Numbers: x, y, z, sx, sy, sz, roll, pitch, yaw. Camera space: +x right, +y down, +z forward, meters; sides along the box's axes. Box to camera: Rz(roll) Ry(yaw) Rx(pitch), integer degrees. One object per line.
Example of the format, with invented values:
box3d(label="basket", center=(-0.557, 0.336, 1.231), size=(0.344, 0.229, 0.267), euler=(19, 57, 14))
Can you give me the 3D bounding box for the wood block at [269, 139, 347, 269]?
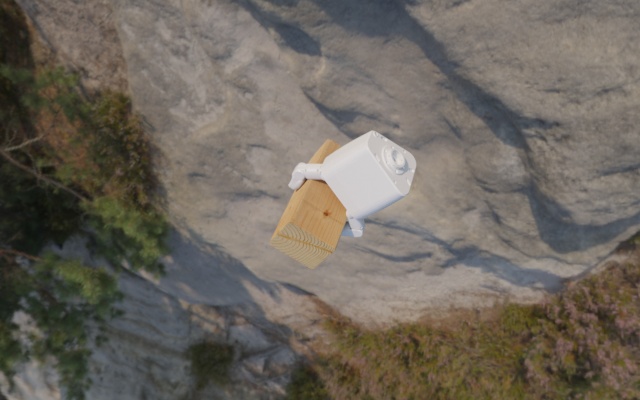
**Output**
box3d(label="wood block", center=(0.000, 0.003, 0.847), size=(0.091, 0.206, 0.090), euler=(32, -40, -10))
